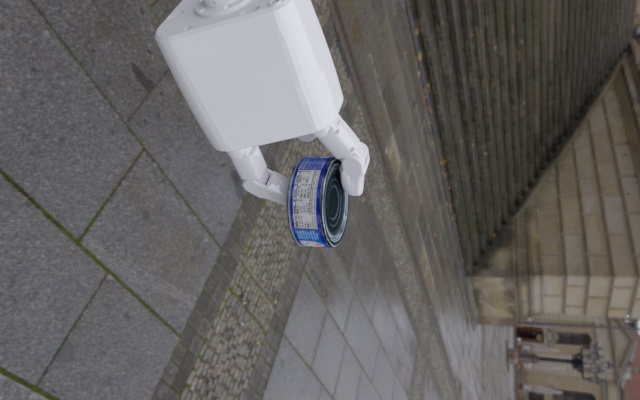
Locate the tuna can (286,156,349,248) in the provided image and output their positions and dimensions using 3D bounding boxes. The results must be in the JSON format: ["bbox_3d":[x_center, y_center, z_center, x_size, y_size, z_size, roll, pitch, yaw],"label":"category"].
[{"bbox_3d":[0.001,0.002,0.449,0.034,0.086,0.086,2,1,19],"label":"tuna can"}]
